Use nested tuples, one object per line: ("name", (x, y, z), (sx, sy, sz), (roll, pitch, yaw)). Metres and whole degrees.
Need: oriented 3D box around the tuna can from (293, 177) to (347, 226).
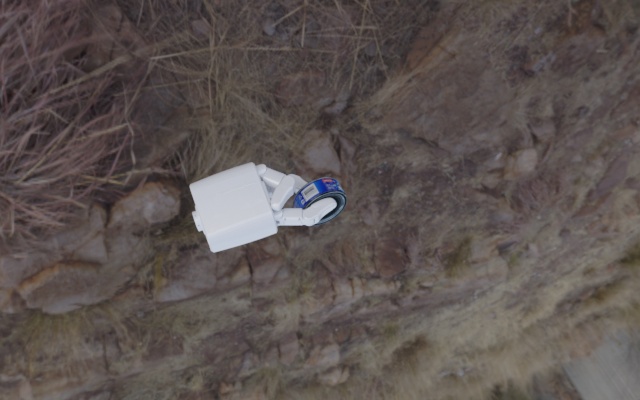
("tuna can", (0.000, 0.003, 0.789), (0.086, 0.033, 0.086), (-20, -34, -15))
